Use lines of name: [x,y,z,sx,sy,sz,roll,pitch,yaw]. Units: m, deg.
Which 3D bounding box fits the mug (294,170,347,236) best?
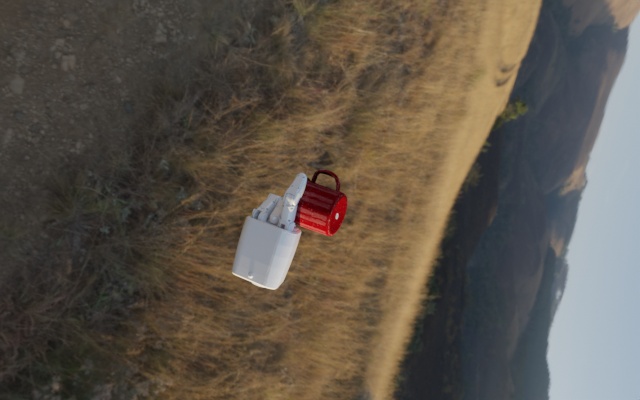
mug: [0.001,0.002,0.859,0.081,0.117,0.093,19,3,21]
